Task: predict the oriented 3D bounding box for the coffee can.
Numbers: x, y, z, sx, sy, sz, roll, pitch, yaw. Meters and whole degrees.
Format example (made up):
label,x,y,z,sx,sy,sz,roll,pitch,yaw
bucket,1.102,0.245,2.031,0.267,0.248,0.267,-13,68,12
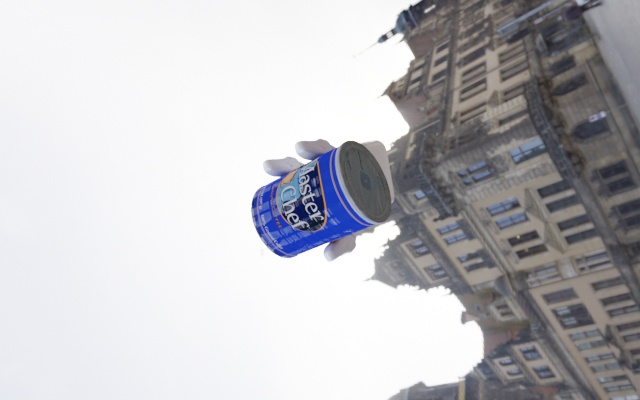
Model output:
label,x,y,z,sx,sy,sz,roll,pitch,yaw
coffee can,0.000,0.002,0.583,0.140,0.102,0.103,-25,-14,32
